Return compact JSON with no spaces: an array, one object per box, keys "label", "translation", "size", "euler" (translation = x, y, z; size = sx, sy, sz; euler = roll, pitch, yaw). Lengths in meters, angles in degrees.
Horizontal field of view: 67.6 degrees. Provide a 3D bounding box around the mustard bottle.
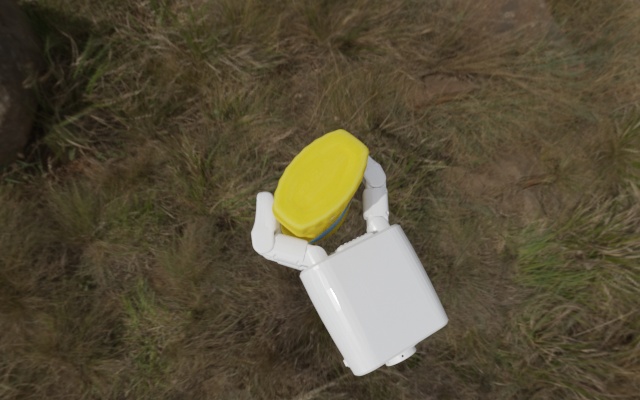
[{"label":"mustard bottle","translation":[0.000,0.001,0.484],"size":[0.058,0.096,0.192],"euler":[37,-10,7]}]
